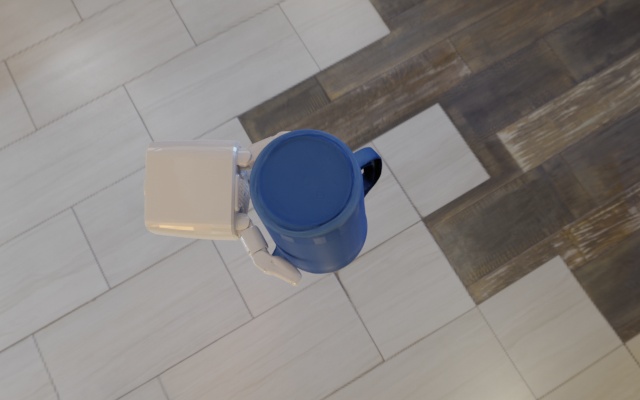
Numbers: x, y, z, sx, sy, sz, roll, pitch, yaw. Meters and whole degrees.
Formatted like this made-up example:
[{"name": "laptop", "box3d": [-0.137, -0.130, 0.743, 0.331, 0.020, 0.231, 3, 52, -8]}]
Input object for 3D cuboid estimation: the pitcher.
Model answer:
[{"name": "pitcher", "box3d": [0.000, 0.002, 0.557, 0.145, 0.149, 0.243, 4, -13, 4]}]
